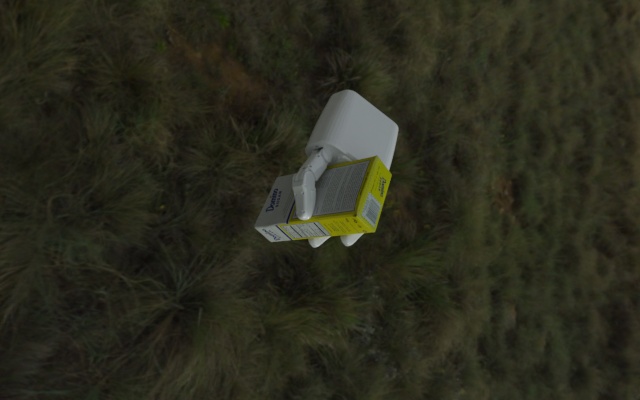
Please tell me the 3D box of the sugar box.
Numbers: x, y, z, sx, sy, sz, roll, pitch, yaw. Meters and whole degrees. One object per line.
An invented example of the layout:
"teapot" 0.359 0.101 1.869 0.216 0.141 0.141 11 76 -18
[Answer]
"sugar box" 0.001 0.002 0.630 0.176 0.093 0.048 -10 -44 41
